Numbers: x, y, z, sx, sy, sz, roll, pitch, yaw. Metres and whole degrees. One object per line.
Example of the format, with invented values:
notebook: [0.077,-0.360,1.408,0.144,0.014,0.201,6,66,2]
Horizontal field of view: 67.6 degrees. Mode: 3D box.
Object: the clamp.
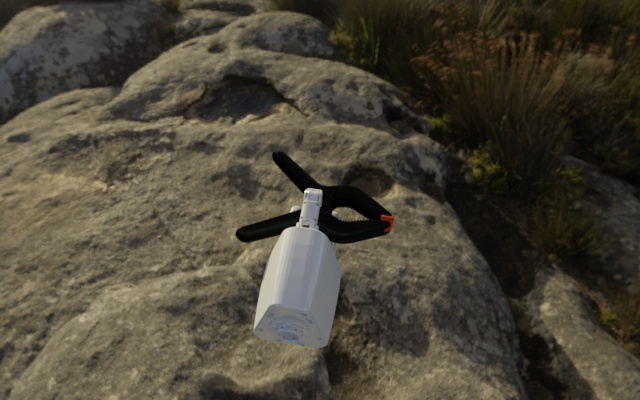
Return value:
clamp: [0.001,0.002,0.681,0.210,0.164,0.036,8,-36,4]
